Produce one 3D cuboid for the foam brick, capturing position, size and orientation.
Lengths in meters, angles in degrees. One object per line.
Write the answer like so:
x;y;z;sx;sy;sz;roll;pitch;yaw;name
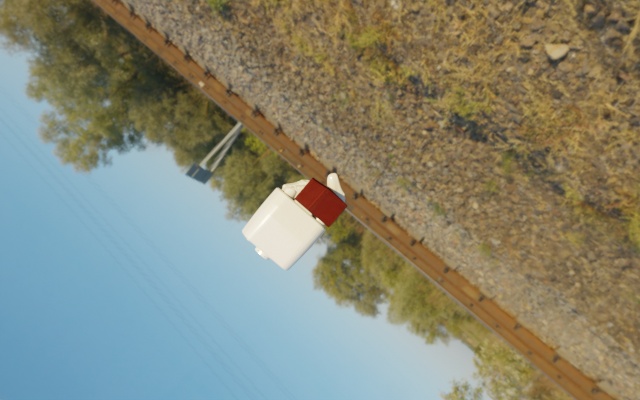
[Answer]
0.000;0.003;0.827;0.053;0.051;0.078;42;-2;-26;foam brick
